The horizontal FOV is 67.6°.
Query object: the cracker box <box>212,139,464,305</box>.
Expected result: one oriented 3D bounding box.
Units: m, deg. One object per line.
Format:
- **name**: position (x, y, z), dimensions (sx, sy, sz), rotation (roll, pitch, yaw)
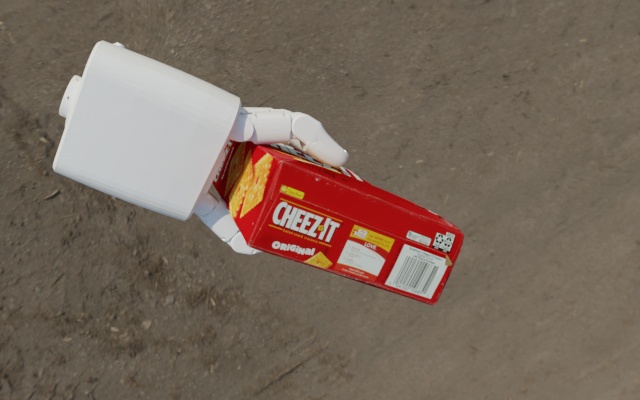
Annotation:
- **cracker box**: position (0.000, 0.002, 0.434), dimensions (0.164, 0.072, 0.213), rotation (21, 7, -22)
